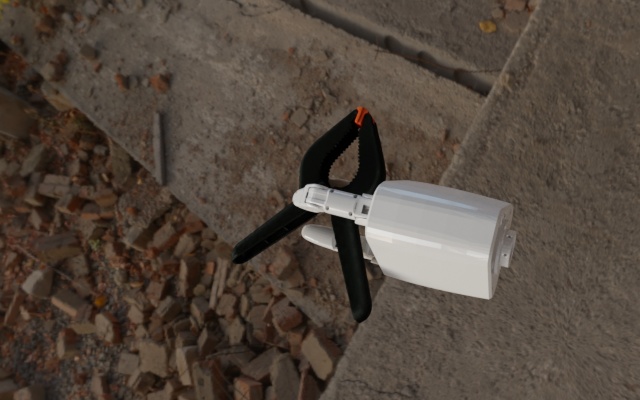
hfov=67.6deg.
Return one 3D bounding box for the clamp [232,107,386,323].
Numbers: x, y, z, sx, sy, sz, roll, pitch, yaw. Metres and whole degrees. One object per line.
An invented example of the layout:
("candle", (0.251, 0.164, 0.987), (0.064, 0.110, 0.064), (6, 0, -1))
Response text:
("clamp", (0.000, 0.001, 0.497), (0.164, 0.210, 0.036), (13, -9, 23))
